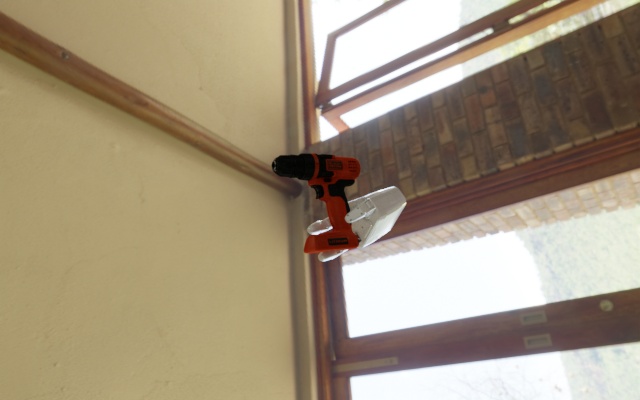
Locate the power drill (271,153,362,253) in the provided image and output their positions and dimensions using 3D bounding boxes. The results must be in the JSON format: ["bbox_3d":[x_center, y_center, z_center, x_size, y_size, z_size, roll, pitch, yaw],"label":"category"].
[{"bbox_3d":[0.000,0.003,0.897,0.184,0.187,0.057,0,-9,-28],"label":"power drill"}]
